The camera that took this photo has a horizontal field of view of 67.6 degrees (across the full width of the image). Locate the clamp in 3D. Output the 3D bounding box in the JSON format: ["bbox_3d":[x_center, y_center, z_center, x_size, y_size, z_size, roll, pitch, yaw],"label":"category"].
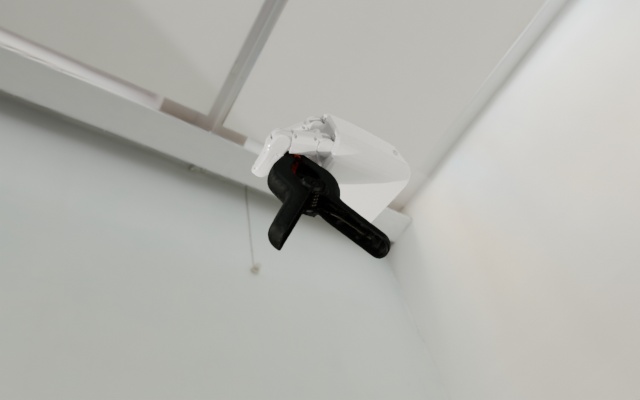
[{"bbox_3d":[0.000,0.002,0.487,0.120,0.039,0.171,18,30,-21],"label":"clamp"}]
